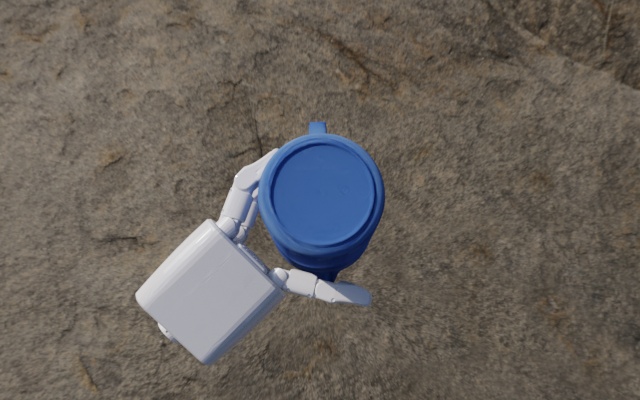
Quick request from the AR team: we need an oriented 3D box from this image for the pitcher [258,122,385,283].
[{"bbox_3d":[0.000,0.002,0.513,0.149,0.145,0.243,43,-7,6],"label":"pitcher"}]
